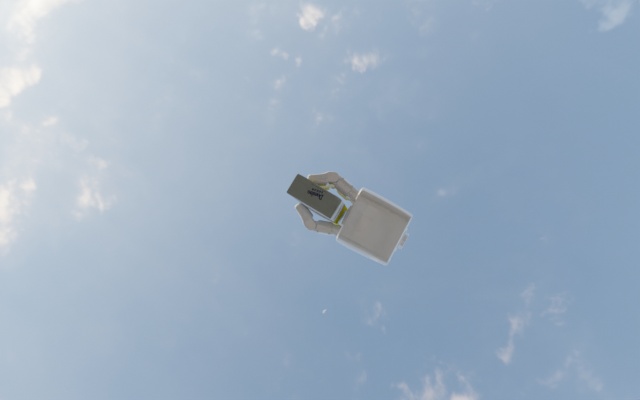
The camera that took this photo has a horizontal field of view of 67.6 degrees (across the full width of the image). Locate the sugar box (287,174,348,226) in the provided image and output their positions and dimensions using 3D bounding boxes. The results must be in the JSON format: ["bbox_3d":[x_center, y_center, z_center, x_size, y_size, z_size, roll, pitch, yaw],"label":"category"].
[{"bbox_3d":[0.001,0.003,0.895,0.093,0.048,0.176,31,-5,9],"label":"sugar box"}]
